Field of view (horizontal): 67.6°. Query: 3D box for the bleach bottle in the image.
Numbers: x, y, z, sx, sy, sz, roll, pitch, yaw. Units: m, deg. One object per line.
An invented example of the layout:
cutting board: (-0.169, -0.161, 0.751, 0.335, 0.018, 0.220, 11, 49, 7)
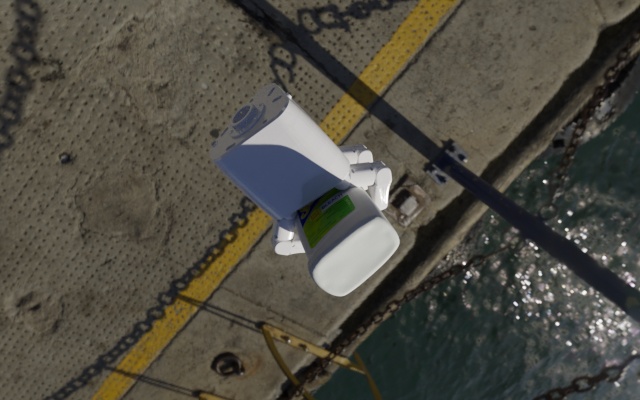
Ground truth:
bleach bottle: (0.000, 0.002, 0.595, 0.068, 0.102, 0.250, 45, 6, -33)
